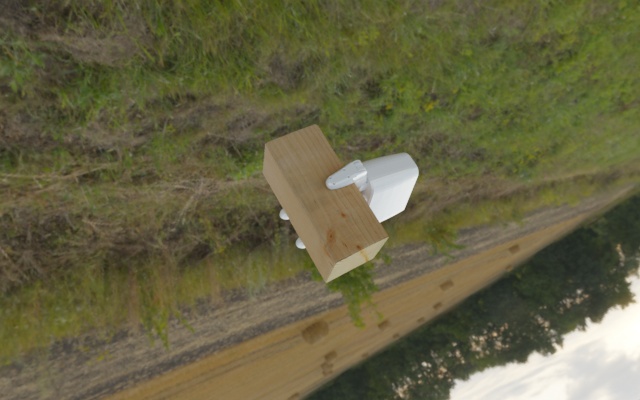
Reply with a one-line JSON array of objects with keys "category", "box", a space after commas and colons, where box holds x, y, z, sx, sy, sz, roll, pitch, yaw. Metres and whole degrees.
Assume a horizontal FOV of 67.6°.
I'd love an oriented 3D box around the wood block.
[{"category": "wood block", "box": [0.001, 0.002, 0.711, 0.090, 0.206, 0.091, -24, -20, -21]}]
